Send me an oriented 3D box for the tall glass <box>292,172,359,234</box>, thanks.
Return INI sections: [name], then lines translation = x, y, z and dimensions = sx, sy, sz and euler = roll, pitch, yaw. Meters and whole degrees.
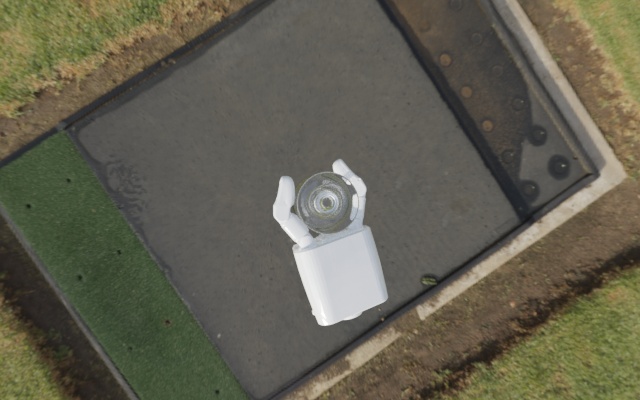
[tall glass]
translation = 0.000, 0.002, 0.662
dimensions = 0.079, 0.079, 0.201
euler = 0, 1, -5
